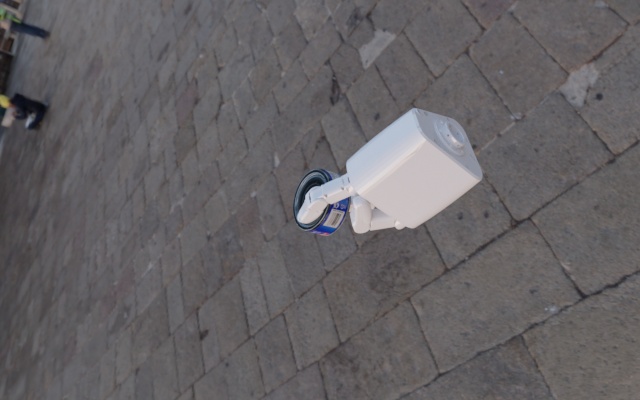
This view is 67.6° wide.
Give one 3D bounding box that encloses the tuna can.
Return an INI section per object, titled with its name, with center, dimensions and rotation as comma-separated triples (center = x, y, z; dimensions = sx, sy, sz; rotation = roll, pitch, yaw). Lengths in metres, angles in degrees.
[tuna can]
center = 0.000, 0.002, 0.631
dimensions = 0.034, 0.086, 0.086
rotation = 14, -8, -35
